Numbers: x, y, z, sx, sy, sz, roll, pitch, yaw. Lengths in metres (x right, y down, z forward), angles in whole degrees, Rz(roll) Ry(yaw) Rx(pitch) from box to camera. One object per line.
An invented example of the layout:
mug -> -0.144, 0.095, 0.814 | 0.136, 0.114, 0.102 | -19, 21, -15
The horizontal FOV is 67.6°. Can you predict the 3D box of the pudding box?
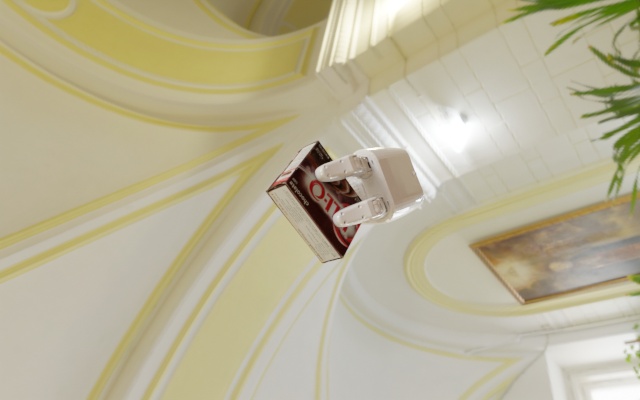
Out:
pudding box -> 0.000, 0.002, 0.553 | 0.039, 0.113, 0.090 | -24, 22, 39
